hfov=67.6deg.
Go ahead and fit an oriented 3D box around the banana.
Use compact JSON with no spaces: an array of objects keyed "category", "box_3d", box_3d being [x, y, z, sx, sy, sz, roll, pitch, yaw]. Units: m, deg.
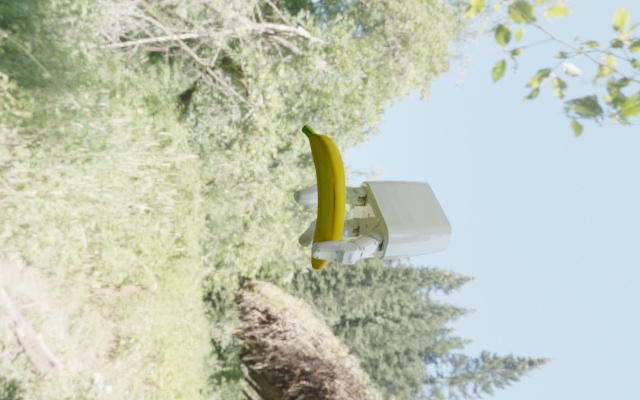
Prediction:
[{"category":"banana","box_3d":[0.007,0.001,0.622,0.037,0.198,0.069,-6,10,-23]}]
